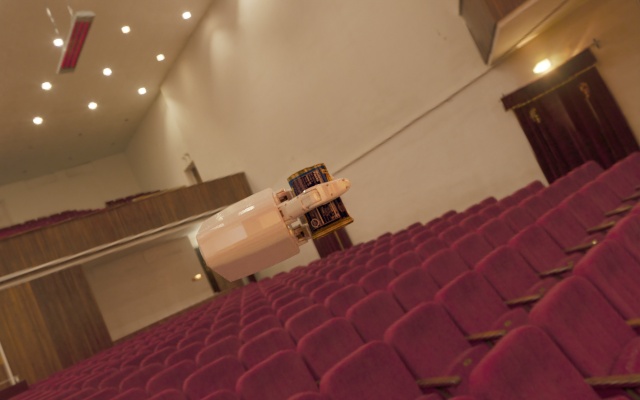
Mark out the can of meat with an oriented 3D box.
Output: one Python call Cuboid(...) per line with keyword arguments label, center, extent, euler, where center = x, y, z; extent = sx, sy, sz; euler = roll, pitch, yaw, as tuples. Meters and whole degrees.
Cuboid(label="can of meat", center=(0.000, 0.002, 0.626), extent=(0.057, 0.084, 0.102), euler=(-26, -6, 1))
